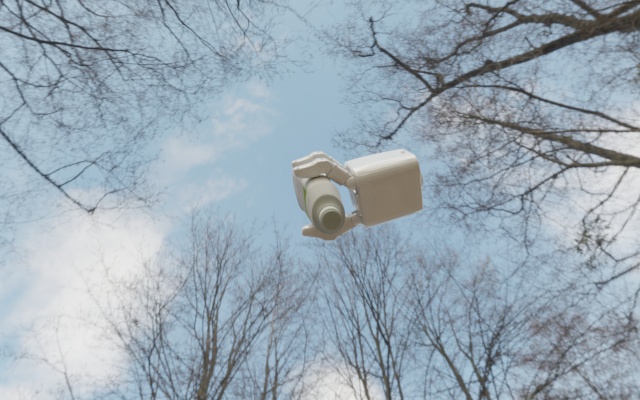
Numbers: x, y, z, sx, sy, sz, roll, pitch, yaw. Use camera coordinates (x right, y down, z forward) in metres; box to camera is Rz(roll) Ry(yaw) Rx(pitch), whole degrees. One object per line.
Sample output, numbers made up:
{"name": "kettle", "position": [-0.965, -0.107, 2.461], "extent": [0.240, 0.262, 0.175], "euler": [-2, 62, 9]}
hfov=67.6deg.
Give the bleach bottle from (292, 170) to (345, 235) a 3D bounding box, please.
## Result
{"name": "bleach bottle", "position": [0.000, 0.002, 0.785], "extent": [0.068, 0.102, 0.250], "euler": [-15, 17, -4]}
